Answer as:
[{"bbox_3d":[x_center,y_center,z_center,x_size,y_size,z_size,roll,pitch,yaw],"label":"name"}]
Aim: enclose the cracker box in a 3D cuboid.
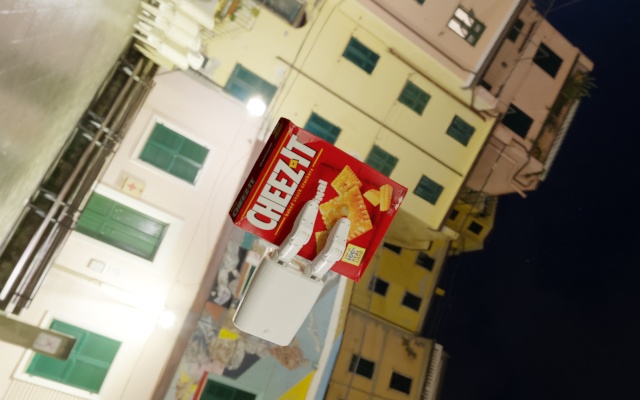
[{"bbox_3d":[0.000,0.002,0.701,0.214,0.164,0.072,28,4,-21],"label":"cracker box"}]
